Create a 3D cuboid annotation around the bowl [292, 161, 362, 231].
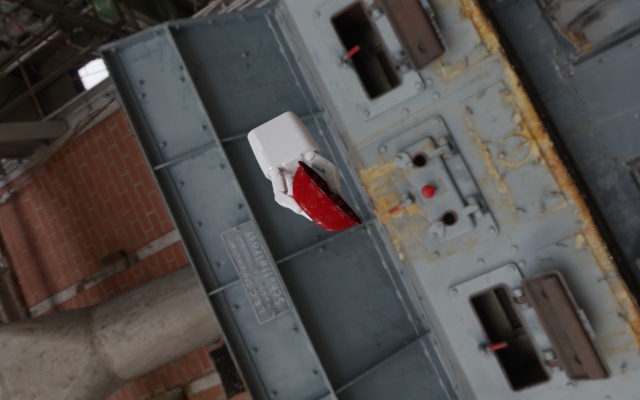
[{"bbox_3d":[0.000,0.004,0.865,0.162,0.055,0.162,44,7,-7],"label":"bowl"}]
